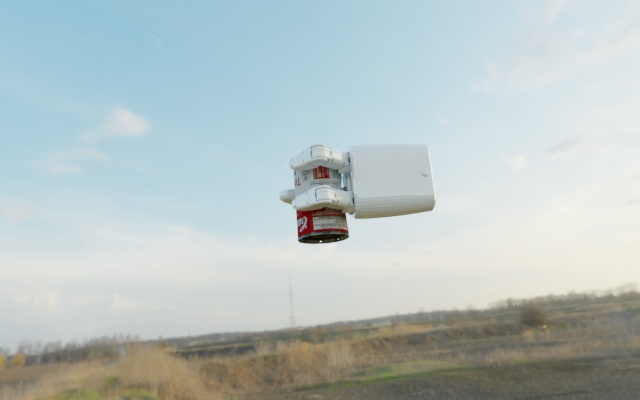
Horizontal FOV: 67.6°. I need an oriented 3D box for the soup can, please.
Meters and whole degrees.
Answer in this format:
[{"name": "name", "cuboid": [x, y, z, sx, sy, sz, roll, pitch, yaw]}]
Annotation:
[{"name": "soup can", "cuboid": [0.000, 0.002, 0.639, 0.068, 0.102, 0.068, -4, -15, -1]}]
